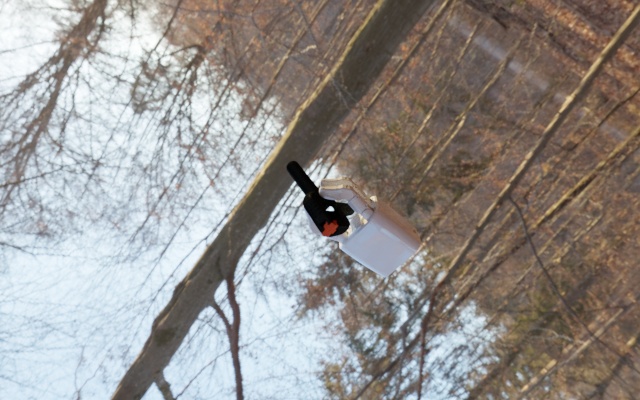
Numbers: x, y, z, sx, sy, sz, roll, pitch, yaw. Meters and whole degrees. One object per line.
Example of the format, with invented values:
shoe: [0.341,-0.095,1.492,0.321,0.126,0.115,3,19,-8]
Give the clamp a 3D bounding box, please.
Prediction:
clamp: [0.000,0.004,0.851,0.164,0.036,0.210,37,15,-10]
